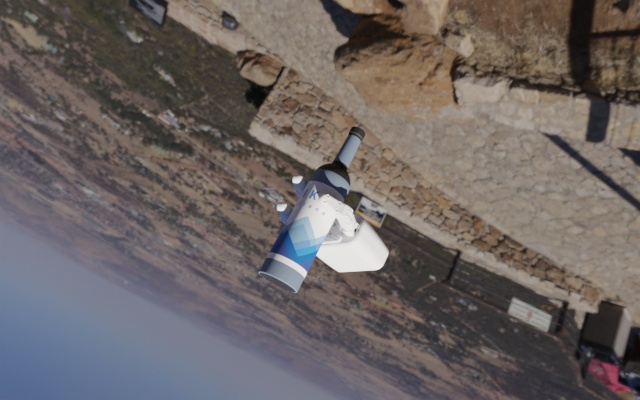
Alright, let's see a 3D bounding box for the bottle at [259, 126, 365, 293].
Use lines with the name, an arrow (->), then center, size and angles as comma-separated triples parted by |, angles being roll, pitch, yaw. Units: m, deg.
bottle -> 0.000, 0.003, 0.774 | 0.069, 0.295, 0.069 | 25, -20, 10
